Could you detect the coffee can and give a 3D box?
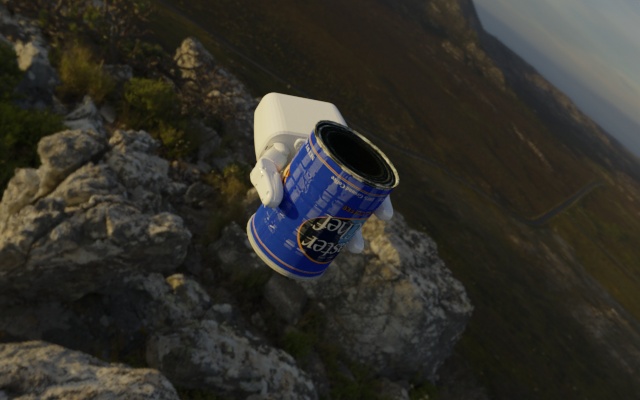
[{"bbox_3d":[0.000,0.002,0.506,0.103,0.140,0.102,28,29,-17],"label":"coffee can"}]
